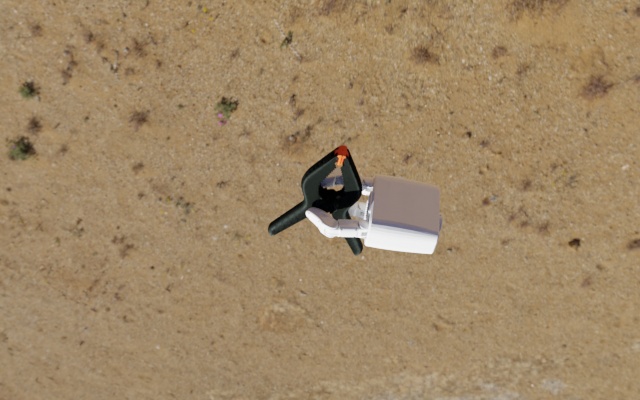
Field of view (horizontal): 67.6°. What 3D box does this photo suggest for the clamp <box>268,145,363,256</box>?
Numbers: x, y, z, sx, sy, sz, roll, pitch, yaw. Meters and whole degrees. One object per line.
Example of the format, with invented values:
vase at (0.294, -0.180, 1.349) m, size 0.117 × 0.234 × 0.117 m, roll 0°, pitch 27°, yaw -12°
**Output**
clamp at (0.000, 0.003, 0.756) m, size 0.164 × 0.210 × 0.036 m, roll 8°, pitch 41°, yaw 0°
